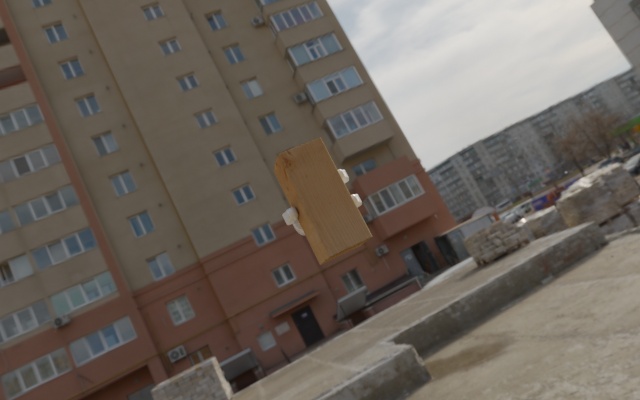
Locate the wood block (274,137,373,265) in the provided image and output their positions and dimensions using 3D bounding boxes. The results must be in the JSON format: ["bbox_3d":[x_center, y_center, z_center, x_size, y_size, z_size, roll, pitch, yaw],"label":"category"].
[{"bbox_3d":[0.000,0.003,0.886,0.091,0.206,0.090,-24,-11,-18],"label":"wood block"}]
